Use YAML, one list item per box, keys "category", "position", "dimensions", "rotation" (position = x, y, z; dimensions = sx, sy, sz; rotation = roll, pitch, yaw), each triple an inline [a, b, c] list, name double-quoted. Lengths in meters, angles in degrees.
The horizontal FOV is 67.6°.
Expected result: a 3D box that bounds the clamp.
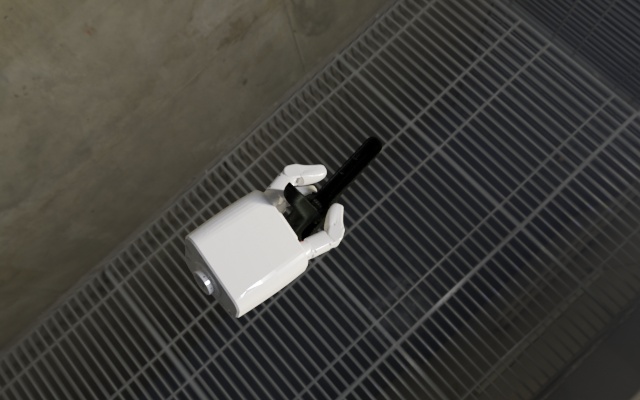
- category: "clamp"
  position: [0.000, 0.003, 0.651]
  dimensions: [0.164, 0.036, 0.210]
  rotation: [-33, -17, -29]
